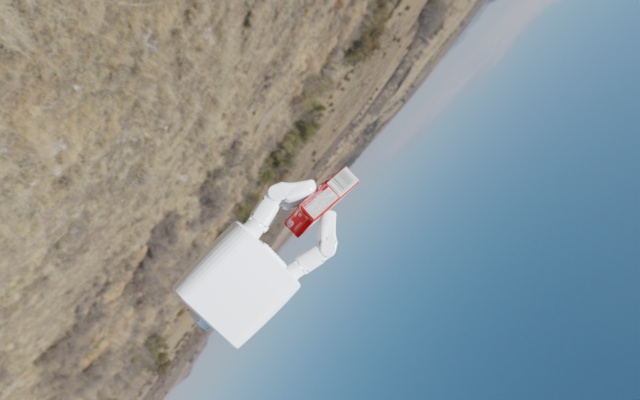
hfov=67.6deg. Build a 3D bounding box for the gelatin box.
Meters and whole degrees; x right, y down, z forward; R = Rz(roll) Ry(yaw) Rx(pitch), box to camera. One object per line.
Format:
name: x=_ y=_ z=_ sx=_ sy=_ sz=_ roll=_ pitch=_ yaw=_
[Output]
gelatin box: x=0.001 y=0.002 z=0.612 sx=0.089 sy=0.030 sz=0.073 roll=-41 pitch=-2 yaw=-26
